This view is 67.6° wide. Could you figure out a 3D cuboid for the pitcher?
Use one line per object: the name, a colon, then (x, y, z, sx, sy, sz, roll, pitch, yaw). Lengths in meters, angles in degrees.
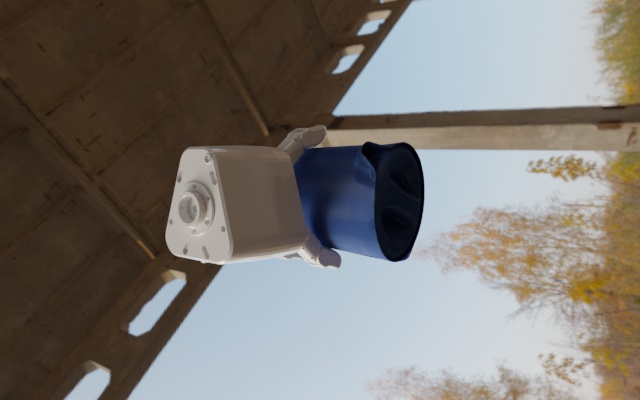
pitcher: (0.000, 0.002, 0.598, 0.243, 0.149, 0.145, 5, 7, 34)
